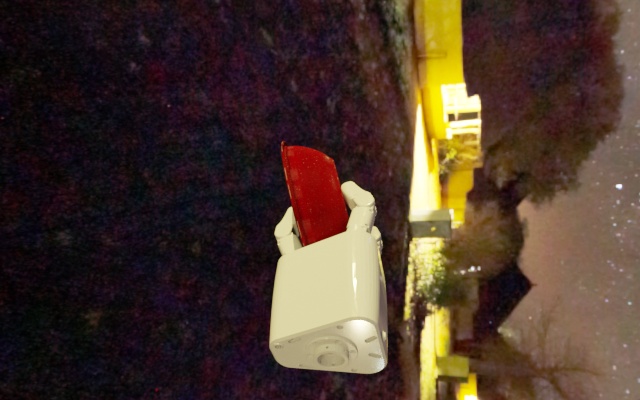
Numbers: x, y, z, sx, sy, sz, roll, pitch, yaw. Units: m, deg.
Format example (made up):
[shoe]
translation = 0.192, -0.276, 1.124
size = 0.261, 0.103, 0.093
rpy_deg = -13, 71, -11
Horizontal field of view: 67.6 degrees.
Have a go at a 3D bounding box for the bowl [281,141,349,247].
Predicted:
[bowl]
translation = 0.000, 0.001, 0.570
size = 0.055, 0.162, 0.162
rpy_deg = -15, -1, 2
